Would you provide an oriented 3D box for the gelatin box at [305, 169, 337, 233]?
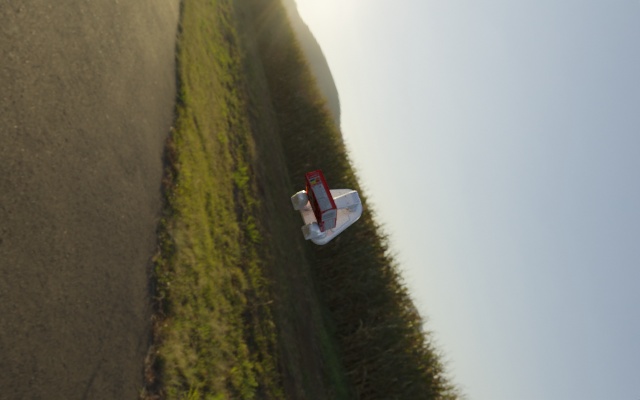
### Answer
[{"bbox_3d":[0.001,0.002,0.774,0.030,0.073,0.089,-19,-22,-8],"label":"gelatin box"}]
